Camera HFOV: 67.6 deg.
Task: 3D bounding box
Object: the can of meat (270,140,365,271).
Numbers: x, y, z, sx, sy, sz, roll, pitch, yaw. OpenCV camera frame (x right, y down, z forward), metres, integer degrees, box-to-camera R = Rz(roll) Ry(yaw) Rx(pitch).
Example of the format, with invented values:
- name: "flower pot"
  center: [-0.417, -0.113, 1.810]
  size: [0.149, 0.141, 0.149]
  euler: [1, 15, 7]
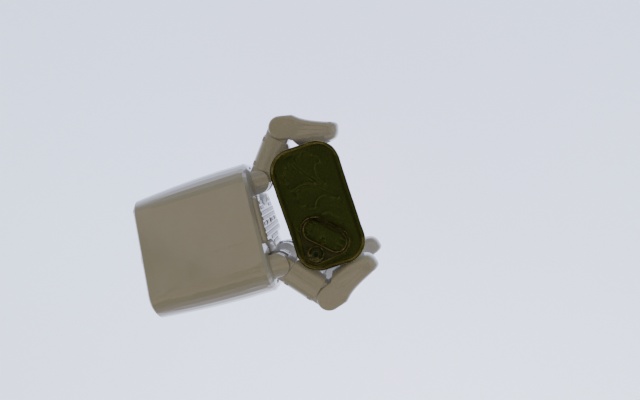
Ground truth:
- name: "can of meat"
  center: [0.000, 0.001, 0.421]
  size: [0.057, 0.102, 0.084]
  euler: [-19, 4, 5]
